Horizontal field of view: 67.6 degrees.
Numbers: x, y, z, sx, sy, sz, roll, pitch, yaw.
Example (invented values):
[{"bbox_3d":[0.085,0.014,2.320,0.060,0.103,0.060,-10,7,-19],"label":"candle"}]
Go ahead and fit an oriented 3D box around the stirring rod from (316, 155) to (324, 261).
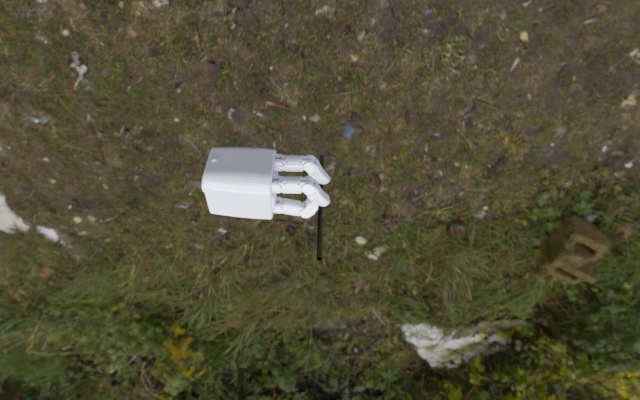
[{"bbox_3d":[0.000,0.002,0.775,0.011,0.011,0.239,0,43,1],"label":"stirring rod"}]
